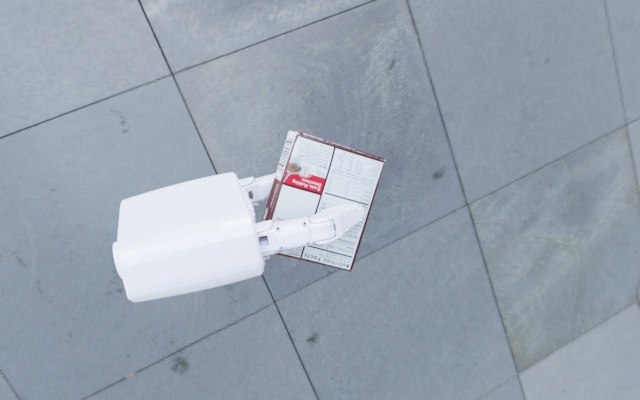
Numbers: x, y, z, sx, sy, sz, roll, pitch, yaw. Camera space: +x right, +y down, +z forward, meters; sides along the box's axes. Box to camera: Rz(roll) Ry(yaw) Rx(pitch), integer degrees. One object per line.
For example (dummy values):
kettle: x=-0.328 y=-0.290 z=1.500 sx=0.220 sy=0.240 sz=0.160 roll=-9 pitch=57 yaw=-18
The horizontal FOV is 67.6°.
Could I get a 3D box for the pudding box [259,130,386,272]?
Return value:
pudding box: x=0.000 y=0.001 z=0.441 sx=0.090 sy=0.113 sz=0.039 roll=16 pitch=7 yaw=-16
